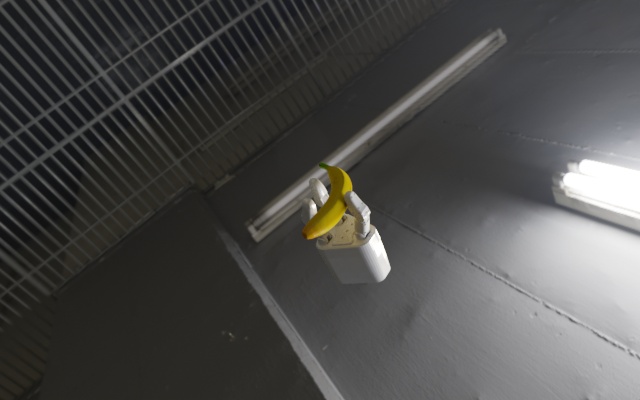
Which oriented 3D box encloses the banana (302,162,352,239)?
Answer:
[{"bbox_3d":[0.019,-0.001,0.840,0.069,0.037,0.197,-5,38,15],"label":"banana"}]
